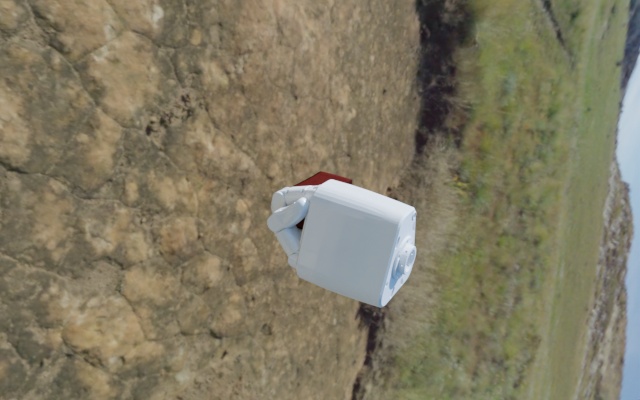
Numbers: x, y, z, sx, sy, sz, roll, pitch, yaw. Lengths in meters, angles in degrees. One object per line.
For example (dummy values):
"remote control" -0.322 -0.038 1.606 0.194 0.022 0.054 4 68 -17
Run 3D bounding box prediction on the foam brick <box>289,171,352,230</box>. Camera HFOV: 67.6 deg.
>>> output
"foam brick" 0.000 0.002 0.610 0.051 0.053 0.078 15 27 28
